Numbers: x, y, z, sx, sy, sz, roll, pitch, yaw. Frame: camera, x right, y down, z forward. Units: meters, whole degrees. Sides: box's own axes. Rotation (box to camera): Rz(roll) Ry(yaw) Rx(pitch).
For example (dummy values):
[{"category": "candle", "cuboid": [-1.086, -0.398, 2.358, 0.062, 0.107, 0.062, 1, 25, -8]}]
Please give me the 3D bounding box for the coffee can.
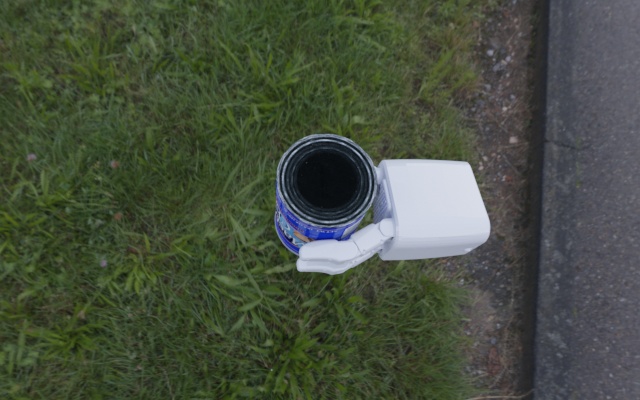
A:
[{"category": "coffee can", "cuboid": [0.000, 0.002, 0.542, 0.103, 0.102, 0.140, 0, -19, -6]}]
